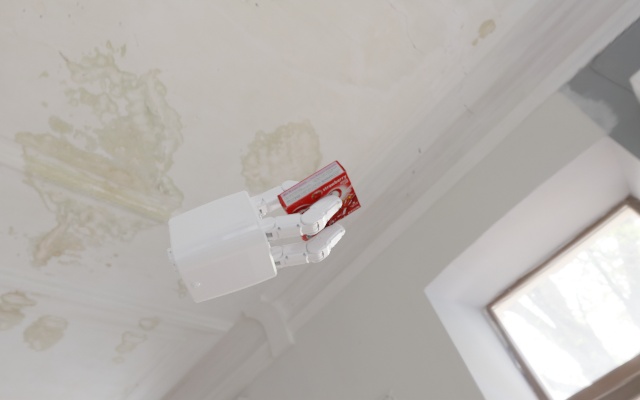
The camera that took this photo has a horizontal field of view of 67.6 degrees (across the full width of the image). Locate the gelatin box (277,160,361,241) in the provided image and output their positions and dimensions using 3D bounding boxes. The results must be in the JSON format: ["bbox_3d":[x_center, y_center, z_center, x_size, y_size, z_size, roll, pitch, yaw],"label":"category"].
[{"bbox_3d":[0.000,0.002,0.602,0.089,0.073,0.030,-32,47,-4],"label":"gelatin box"}]
